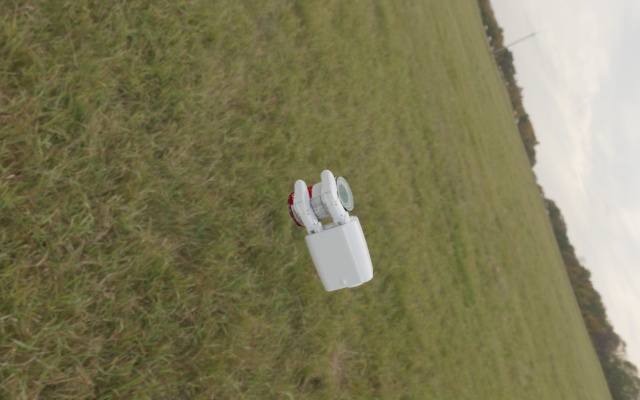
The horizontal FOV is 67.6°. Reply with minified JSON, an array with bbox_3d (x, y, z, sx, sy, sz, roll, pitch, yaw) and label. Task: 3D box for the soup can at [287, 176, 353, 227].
[{"bbox_3d":[0.000,0.002,0.867,0.102,0.068,0.068,-19,-8,24],"label":"soup can"}]
